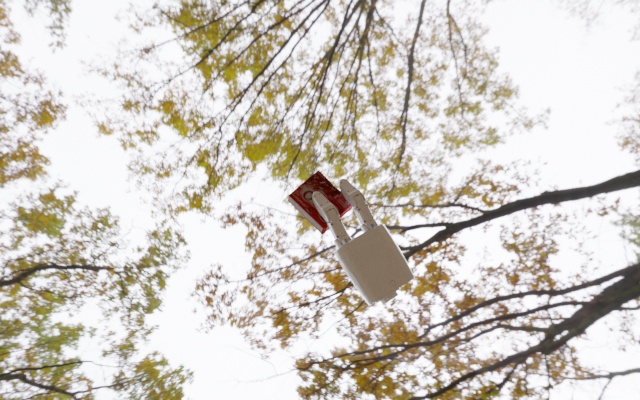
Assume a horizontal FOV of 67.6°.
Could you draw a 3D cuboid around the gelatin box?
[{"bbox_3d":[0.000,0.003,0.826,0.073,0.089,0.030,-41,-14,-21],"label":"gelatin box"}]
